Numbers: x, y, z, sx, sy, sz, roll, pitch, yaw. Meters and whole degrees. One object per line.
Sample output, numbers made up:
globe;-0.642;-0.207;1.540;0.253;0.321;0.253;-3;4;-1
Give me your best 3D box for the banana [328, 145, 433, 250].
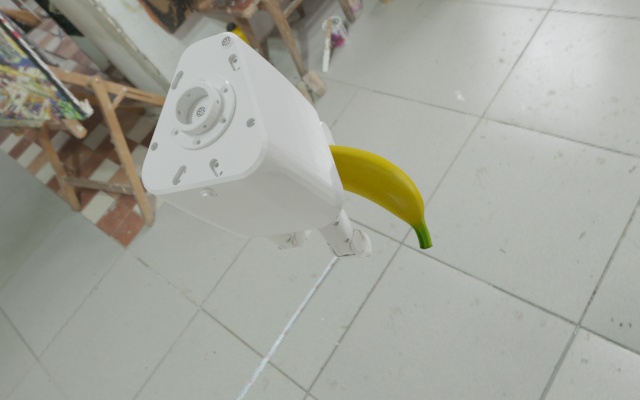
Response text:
banana;0.008;-0.016;0.422;0.198;0.069;0.037;16;4;26
